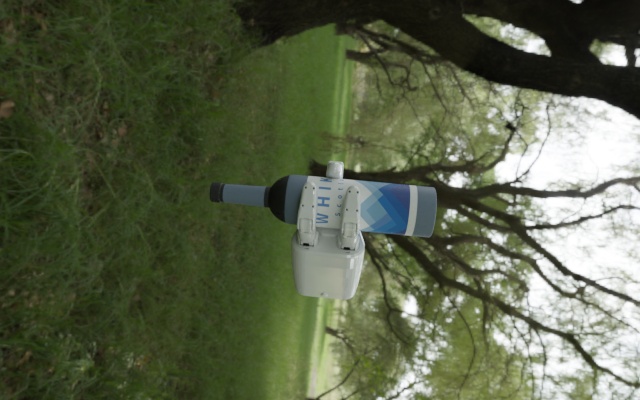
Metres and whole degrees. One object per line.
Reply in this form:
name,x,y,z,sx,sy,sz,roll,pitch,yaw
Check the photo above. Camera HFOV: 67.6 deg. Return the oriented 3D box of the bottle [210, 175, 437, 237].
bottle,0.000,0.002,0.637,0.296,0.069,0.069,5,0,3
